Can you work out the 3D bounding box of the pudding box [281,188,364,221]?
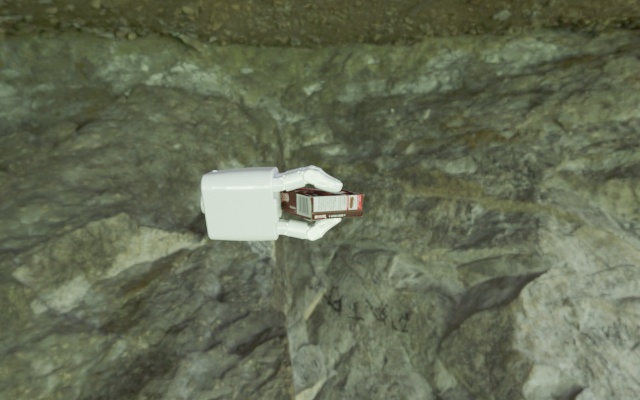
[{"bbox_3d":[0.000,0.003,0.734,0.090,0.039,0.113,-4,10,-27],"label":"pudding box"}]
